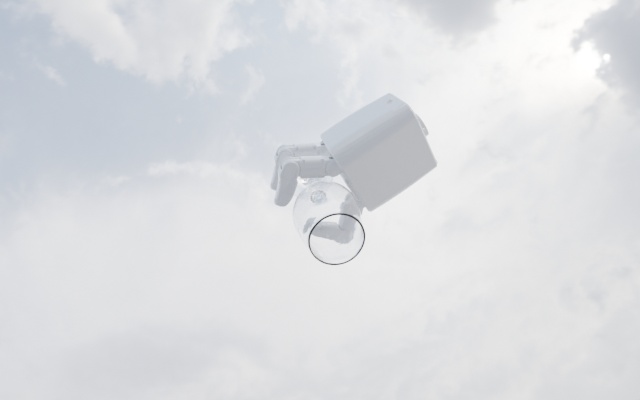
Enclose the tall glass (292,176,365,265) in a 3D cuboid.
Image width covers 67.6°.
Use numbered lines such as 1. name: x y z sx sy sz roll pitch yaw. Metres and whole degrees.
1. tall glass: 0.000 0.002 0.589 0.079 0.079 0.201 0 24 -11
